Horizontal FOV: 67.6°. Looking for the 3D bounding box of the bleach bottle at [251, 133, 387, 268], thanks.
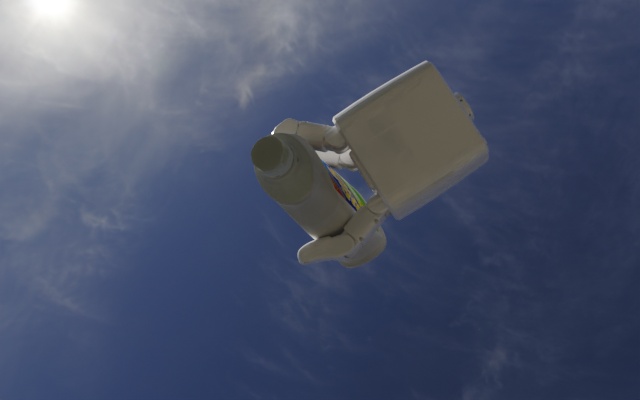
[{"bbox_3d":[0.000,0.002,0.483,0.068,0.102,0.251,-32,-22,8],"label":"bleach bottle"}]
